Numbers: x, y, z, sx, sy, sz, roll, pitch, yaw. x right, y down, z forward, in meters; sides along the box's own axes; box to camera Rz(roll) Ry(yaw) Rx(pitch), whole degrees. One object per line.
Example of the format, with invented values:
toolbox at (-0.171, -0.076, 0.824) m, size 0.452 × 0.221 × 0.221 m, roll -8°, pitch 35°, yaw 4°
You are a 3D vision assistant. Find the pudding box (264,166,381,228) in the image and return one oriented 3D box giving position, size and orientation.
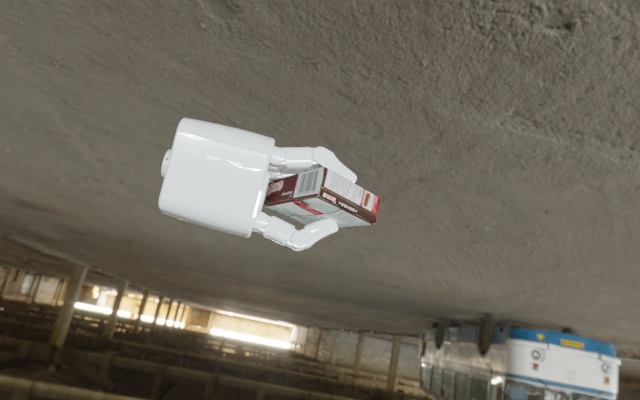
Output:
pudding box at (0.000, 0.002, 0.566) m, size 0.090 × 0.039 × 0.113 m, roll 25°, pitch -20°, yaw -33°
